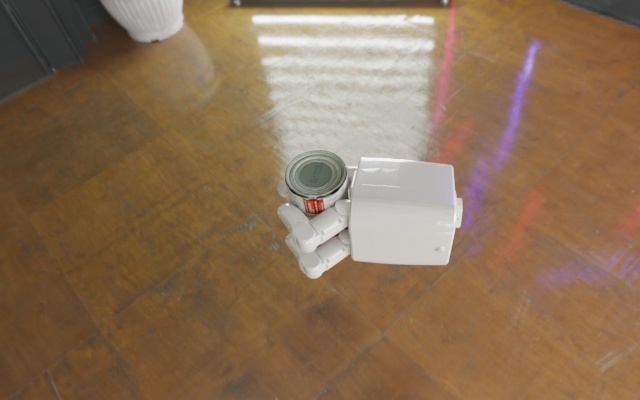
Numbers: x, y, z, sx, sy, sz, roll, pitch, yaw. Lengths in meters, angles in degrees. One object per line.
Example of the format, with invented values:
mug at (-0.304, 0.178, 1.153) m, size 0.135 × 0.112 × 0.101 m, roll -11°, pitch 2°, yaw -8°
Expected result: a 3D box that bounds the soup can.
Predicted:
soup can at (0.000, 0.001, 0.536) m, size 0.068 × 0.068 × 0.102 m, roll 0°, pitch -38°, yaw 7°
